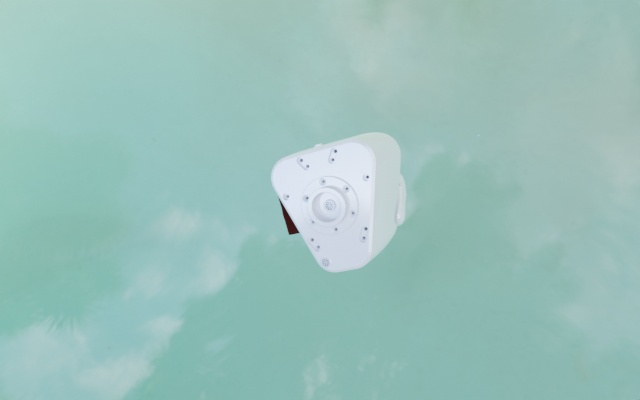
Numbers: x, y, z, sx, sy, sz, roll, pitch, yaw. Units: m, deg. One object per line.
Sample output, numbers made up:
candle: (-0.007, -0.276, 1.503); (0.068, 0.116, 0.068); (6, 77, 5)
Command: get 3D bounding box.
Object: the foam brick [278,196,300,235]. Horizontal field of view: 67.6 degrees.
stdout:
foam brick: (0.000, 0.002, 0.529); (0.078, 0.053, 0.051); (-13, 6, 20)
